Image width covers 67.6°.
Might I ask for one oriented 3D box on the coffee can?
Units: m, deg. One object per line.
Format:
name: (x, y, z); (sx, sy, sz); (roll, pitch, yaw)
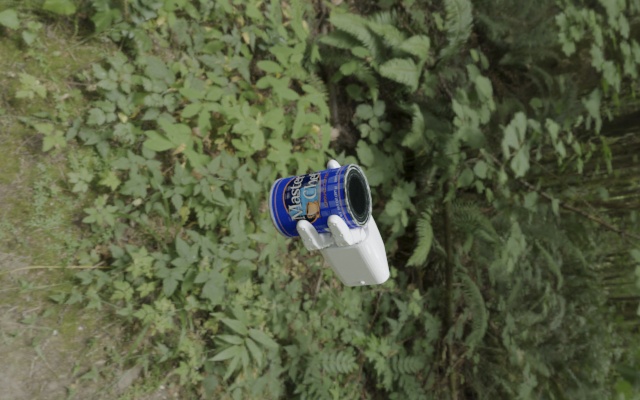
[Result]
coffee can: (0.000, 0.002, 0.787); (0.140, 0.103, 0.103); (-10, -5, 27)
